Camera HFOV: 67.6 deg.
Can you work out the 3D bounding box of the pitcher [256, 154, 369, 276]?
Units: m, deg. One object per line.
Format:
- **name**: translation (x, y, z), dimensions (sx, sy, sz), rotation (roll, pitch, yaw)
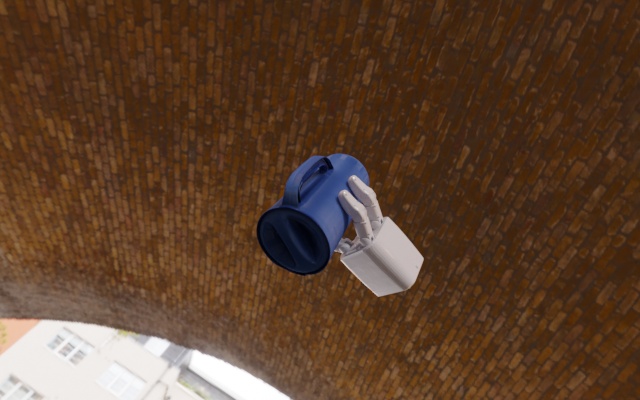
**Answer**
- **pitcher**: translation (0.000, 0.003, 0.849), dimensions (0.149, 0.145, 0.242), rotation (-41, 7, 39)
